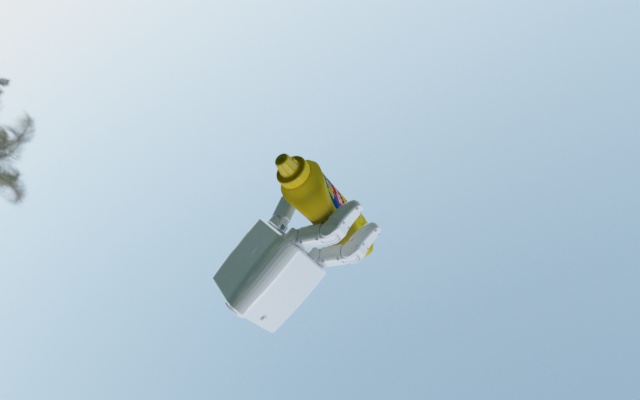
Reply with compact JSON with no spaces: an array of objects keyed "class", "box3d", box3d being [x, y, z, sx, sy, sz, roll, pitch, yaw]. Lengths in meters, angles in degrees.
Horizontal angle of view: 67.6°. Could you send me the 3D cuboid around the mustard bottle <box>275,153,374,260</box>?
[{"class":"mustard bottle","box3d":[0.000,0.002,0.617,0.058,0.096,0.192,-33,-44,11]}]
